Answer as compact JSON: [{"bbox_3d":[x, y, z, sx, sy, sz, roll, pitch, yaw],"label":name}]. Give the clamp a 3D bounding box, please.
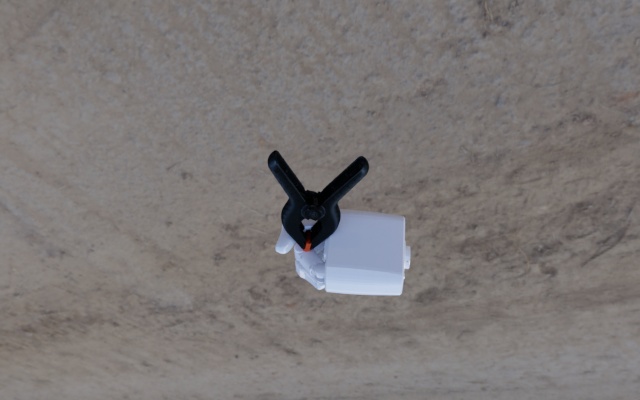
[{"bbox_3d":[0.000,0.003,0.616,0.120,0.039,0.172,2,-42,4],"label":"clamp"}]
